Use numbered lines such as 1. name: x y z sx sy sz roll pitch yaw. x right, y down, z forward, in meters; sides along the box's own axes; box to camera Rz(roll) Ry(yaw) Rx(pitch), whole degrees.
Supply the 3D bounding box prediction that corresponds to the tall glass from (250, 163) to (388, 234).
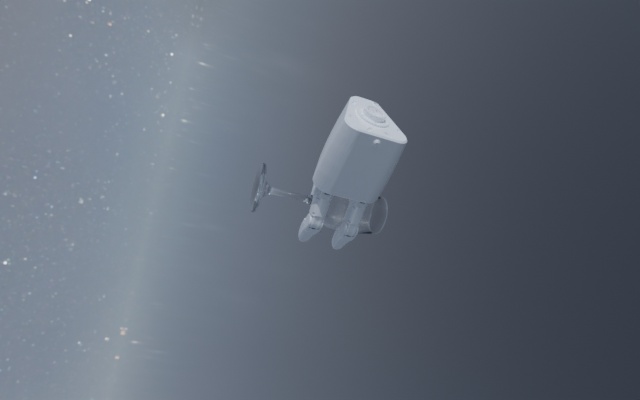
1. tall glass: -0.001 0.002 0.727 0.201 0.079 0.079 13 -4 -19
